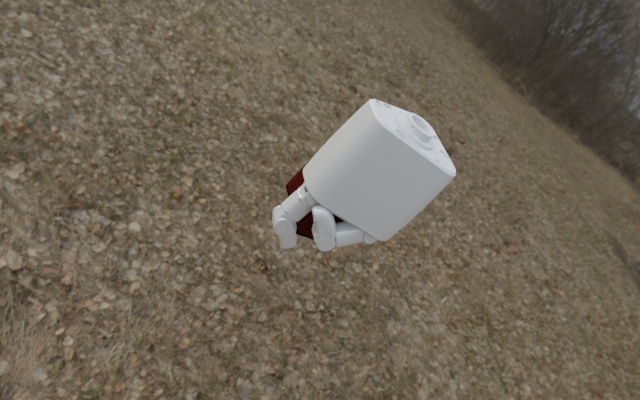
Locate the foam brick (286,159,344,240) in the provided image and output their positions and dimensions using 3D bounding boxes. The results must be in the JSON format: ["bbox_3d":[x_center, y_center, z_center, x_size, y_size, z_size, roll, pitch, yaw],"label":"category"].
[{"bbox_3d":[0.000,0.002,0.549,0.053,0.078,0.051,21,-53,-34],"label":"foam brick"}]
